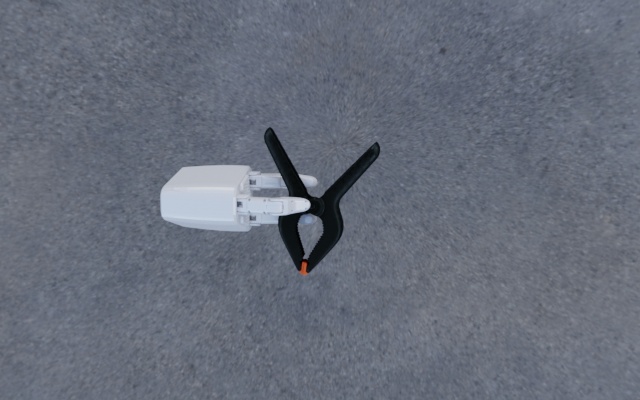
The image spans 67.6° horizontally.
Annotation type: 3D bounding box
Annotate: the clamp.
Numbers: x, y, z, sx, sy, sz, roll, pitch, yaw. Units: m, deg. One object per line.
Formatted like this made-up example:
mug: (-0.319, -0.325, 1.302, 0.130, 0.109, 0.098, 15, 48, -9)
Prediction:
clamp: (0.000, 0.003, 0.681, 0.164, 0.210, 0.036, 2, 7, 7)
